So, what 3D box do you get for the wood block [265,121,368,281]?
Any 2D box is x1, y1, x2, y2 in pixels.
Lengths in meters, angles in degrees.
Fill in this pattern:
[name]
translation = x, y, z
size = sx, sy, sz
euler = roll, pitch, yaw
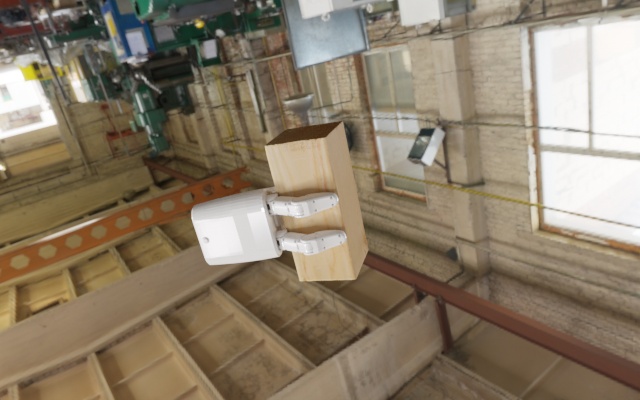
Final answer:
[wood block]
translation = 0.000, 0.002, 0.682
size = 0.090, 0.206, 0.090
euler = -5, 21, 19
